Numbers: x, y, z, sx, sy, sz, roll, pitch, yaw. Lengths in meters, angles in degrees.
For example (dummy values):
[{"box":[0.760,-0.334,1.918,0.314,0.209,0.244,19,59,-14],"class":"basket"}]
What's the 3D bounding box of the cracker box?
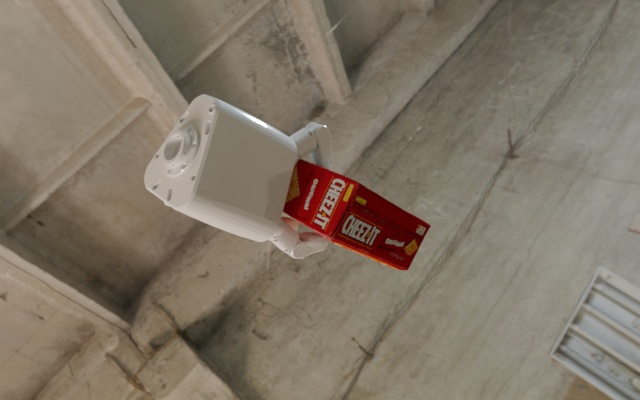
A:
[{"box":[0.000,0.002,0.585,0.213,0.072,0.164,26,0,42],"class":"cracker box"}]
